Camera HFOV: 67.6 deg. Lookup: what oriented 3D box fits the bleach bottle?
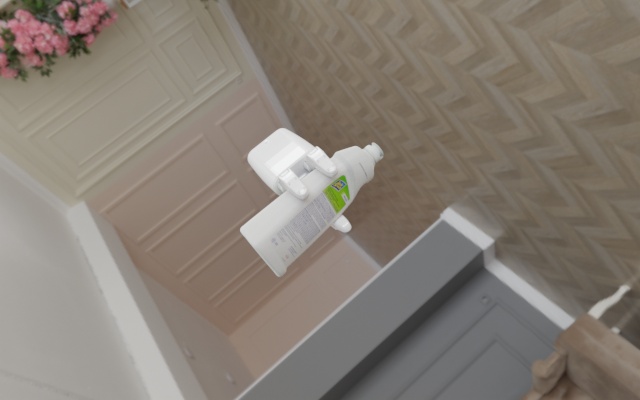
[{"bbox_3d":[0.000,0.002,0.752,0.068,0.251,0.103,41,-13,44],"label":"bleach bottle"}]
